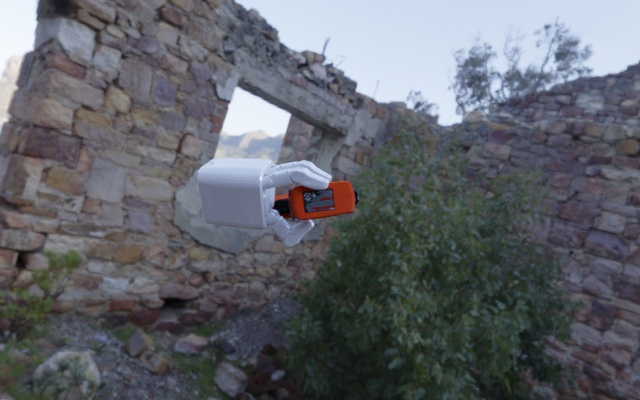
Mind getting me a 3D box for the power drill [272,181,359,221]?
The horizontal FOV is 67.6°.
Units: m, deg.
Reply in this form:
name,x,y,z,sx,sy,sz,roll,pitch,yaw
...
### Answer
name,x,y,z,sx,sy,sz,roll,pitch,yaw
power drill,0.000,0.003,0.852,0.184,0.057,0.187,-9,-2,-13
